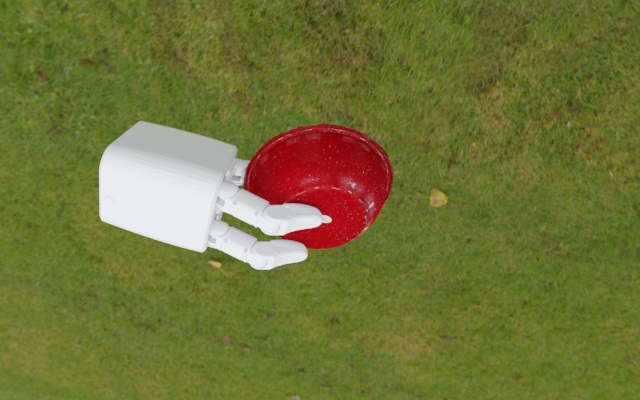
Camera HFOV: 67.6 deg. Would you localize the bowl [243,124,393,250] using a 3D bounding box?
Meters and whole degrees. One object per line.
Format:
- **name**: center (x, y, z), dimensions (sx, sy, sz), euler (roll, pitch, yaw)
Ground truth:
- **bowl**: center (0.001, 0.002, 0.499), dimensions (0.162, 0.162, 0.055), euler (-3, 45, -3)
